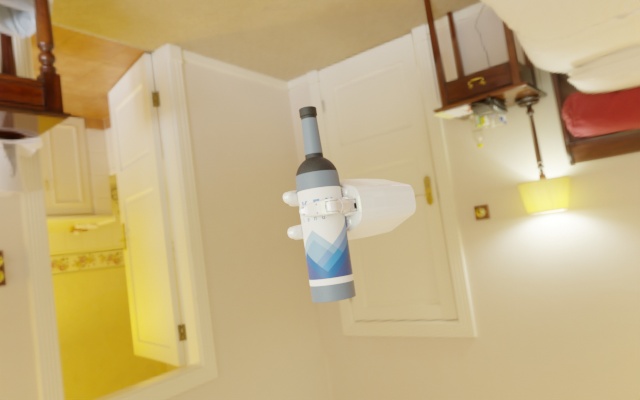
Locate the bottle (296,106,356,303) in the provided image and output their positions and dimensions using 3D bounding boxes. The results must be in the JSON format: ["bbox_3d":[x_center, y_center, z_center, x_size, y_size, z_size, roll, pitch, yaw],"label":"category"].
[{"bbox_3d":[0.000,0.003,0.729,0.069,0.295,0.069,-8,-5,-1],"label":"bottle"}]
